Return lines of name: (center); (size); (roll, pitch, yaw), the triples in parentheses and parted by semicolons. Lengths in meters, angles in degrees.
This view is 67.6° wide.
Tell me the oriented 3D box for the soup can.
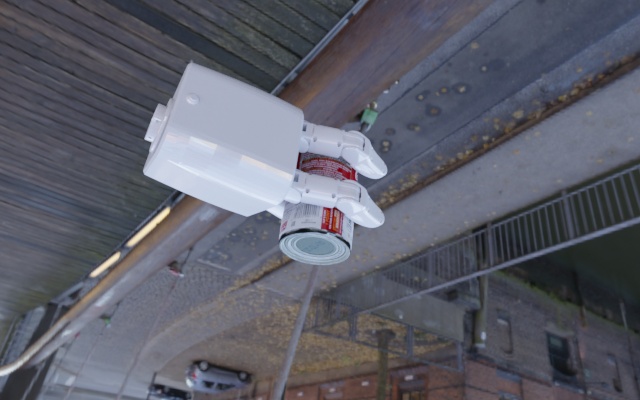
soup can: (0.000, 0.002, 0.455); (0.068, 0.102, 0.068); (5, -32, 3)
